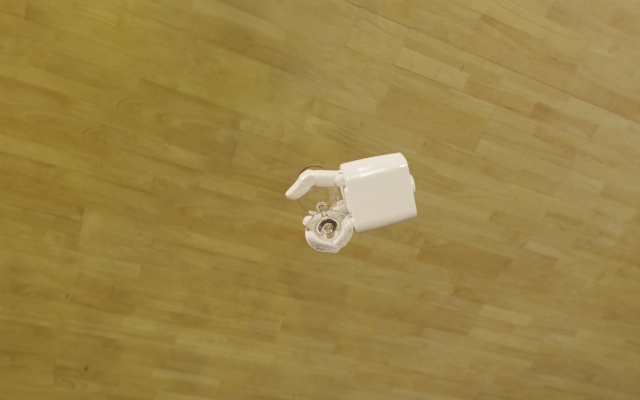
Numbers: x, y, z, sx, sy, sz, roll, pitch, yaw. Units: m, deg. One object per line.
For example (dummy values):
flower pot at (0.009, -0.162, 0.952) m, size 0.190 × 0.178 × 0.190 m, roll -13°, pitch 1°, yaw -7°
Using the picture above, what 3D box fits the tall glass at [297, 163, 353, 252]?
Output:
tall glass at (0.000, 0.003, 0.813) m, size 0.079 × 0.079 × 0.201 m, roll 0°, pitch 27°, yaw -9°
